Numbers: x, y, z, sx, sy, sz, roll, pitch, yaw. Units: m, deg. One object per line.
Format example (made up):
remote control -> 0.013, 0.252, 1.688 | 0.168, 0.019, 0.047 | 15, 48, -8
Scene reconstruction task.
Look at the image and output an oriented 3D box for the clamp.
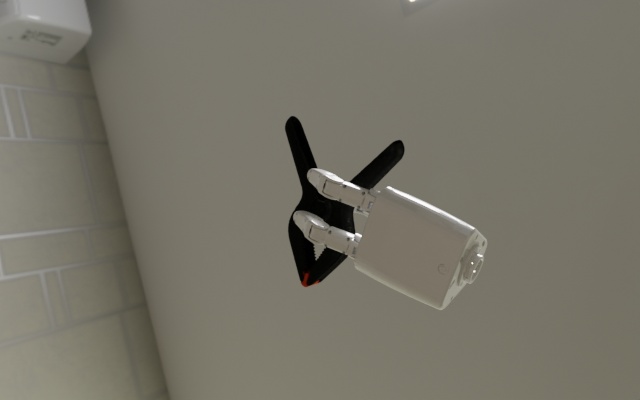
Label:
clamp -> 0.001, 0.002, 0.592 | 0.164, 0.210, 0.036 | 26, 17, 31
